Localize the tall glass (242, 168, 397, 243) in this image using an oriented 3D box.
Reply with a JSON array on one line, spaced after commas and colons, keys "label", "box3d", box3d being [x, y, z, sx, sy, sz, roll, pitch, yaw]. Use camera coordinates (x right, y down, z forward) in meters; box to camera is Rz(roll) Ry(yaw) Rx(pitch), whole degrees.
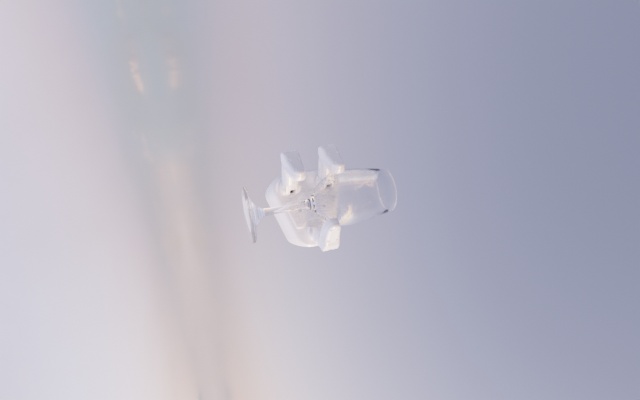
[{"label": "tall glass", "box3d": [0.000, 0.002, 0.647, 0.201, 0.079, 0.079, -10, 3, -16]}]
